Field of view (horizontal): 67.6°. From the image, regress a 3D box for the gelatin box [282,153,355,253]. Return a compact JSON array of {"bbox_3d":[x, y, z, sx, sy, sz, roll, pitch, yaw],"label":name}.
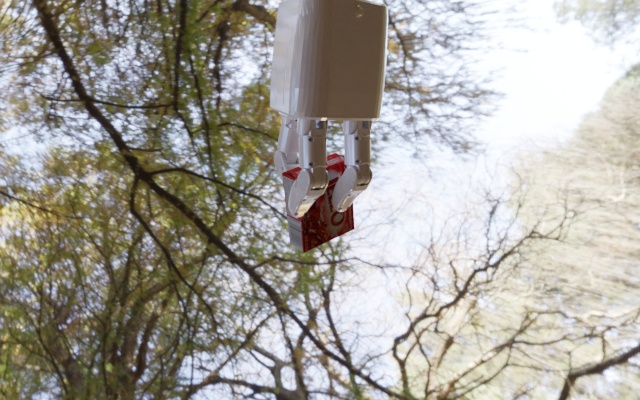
[{"bbox_3d":[0.000,0.002,0.512,0.073,0.089,0.030,-22,31,-32],"label":"gelatin box"}]
